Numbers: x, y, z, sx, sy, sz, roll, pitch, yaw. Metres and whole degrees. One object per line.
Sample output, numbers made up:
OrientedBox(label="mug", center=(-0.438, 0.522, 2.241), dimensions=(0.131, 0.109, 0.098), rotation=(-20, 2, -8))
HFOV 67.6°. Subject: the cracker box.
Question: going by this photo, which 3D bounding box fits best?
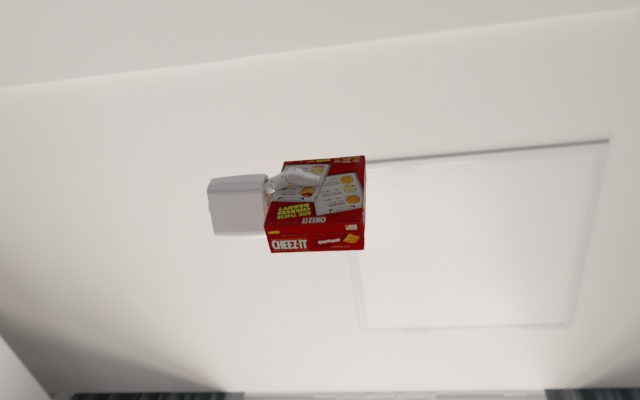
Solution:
OrientedBox(label="cracker box", center=(0.000, 0.003, 0.865), dimensions=(0.164, 0.072, 0.213), rotation=(-3, 35, 9))
